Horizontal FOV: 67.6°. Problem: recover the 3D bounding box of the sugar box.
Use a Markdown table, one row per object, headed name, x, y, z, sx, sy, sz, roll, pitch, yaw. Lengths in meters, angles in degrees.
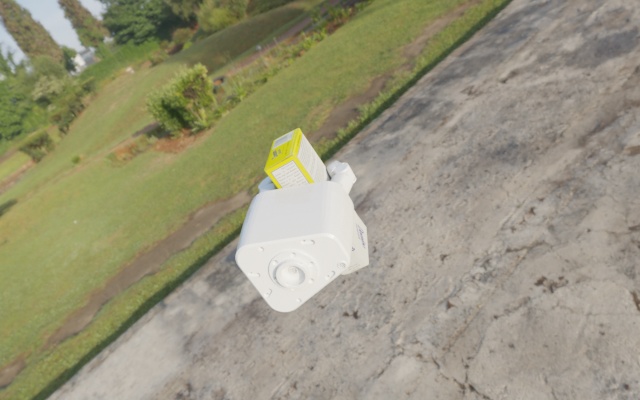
| name | x | y | z | sx | sy | sz | roll | pitch | yaw |
| --- | --- | --- | --- | --- | --- | --- | --- | --- | --- |
| sugar box | 0.000 | 0.002 | 0.602 | 0.048 | 0.176 | 0.093 | -25 | 24 | 16 |
